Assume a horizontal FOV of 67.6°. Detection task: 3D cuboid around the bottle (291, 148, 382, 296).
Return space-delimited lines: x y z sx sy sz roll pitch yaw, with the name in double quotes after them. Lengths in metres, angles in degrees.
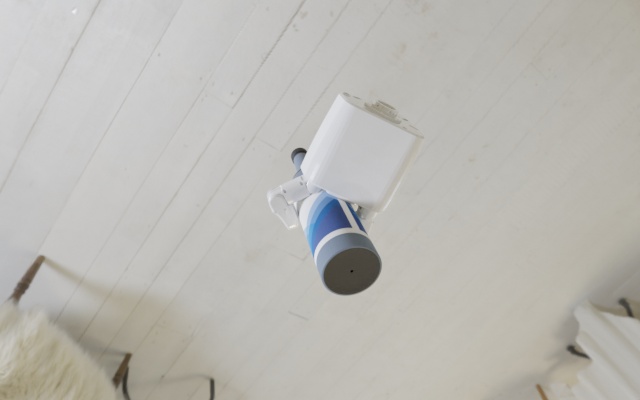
0.000 0.002 0.622 0.069 0.069 0.295 0 30 -15 "bottle"
